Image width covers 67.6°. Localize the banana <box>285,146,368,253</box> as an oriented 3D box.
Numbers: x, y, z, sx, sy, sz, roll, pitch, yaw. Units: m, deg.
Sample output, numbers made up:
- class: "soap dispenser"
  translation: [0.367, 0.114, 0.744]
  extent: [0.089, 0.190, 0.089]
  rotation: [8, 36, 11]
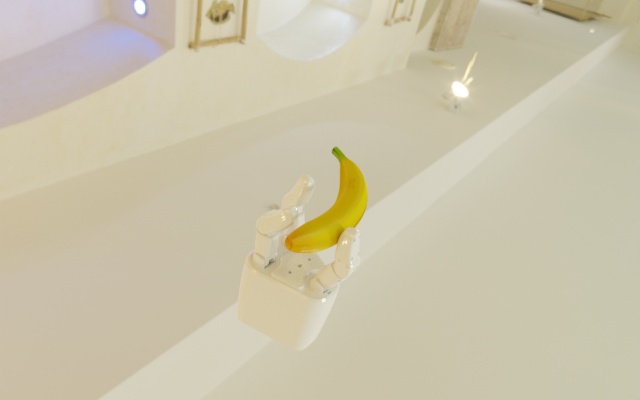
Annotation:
- class: "banana"
  translation: [0.018, 0.007, 0.562]
  extent: [0.069, 0.037, 0.197]
  rotation: [24, 38, 1]
